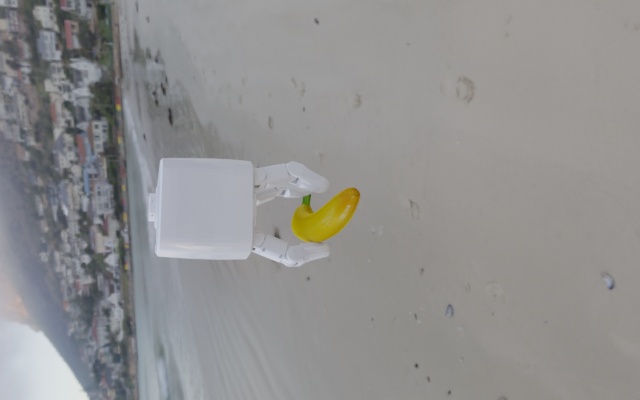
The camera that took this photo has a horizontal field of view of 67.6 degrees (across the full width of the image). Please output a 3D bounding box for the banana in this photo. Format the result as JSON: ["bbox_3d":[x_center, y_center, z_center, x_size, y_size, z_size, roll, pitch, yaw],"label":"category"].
[{"bbox_3d":[-0.003,0.020,0.603,0.037,0.069,0.198,9,-3,-19],"label":"banana"}]
